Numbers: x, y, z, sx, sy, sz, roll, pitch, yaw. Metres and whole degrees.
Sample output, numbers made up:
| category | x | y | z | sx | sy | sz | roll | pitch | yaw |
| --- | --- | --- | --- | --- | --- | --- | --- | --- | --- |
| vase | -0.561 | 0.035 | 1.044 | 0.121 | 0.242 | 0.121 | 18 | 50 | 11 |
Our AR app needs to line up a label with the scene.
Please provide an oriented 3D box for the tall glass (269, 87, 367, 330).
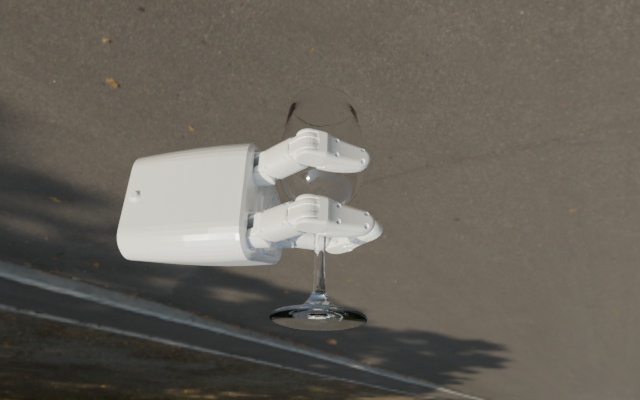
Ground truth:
| category | x | y | z | sx | sy | sz | roll | pitch | yaw |
| --- | --- | --- | --- | --- | --- | --- | --- | --- | --- |
| tall glass | 0.000 | 0.002 | 0.405 | 0.079 | 0.201 | 0.079 | 1 | -27 | 1 |
